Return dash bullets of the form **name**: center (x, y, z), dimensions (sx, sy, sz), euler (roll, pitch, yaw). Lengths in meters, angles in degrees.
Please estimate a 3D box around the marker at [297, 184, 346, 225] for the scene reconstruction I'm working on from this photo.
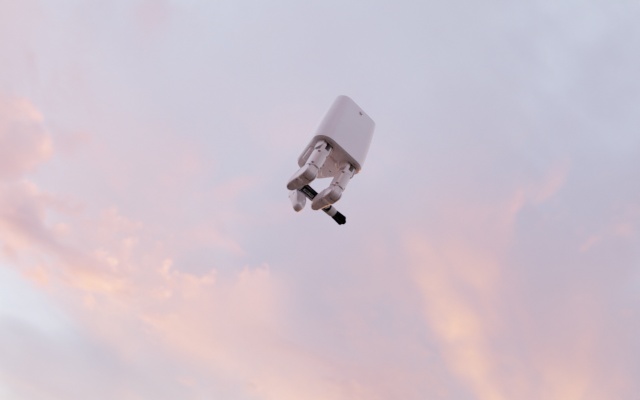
- **marker**: center (0.000, 0.003, 0.802), dimensions (0.121, 0.020, 0.020), euler (40, -19, -24)
